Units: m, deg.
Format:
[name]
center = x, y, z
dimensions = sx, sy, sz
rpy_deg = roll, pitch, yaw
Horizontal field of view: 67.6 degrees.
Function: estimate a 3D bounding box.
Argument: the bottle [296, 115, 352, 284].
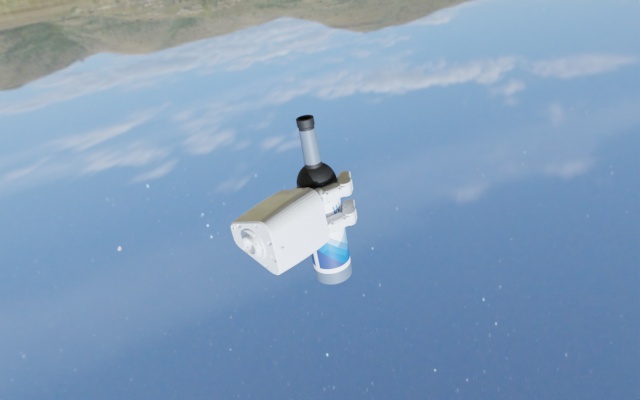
[bottle]
center = 0.000, 0.003, 0.790
dimensions = 0.069, 0.296, 0.069
rpy_deg = -8, 28, 4
